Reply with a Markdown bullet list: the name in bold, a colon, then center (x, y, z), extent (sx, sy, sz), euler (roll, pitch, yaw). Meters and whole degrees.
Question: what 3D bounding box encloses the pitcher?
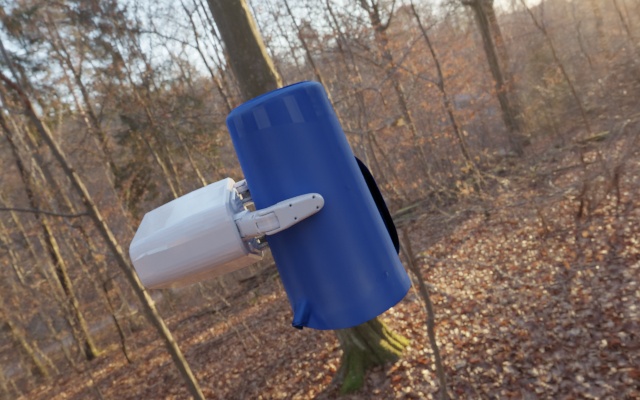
- **pitcher**: center (0.000, 0.002, 0.514), extent (0.145, 0.243, 0.149), euler (-21, 7, 1)
